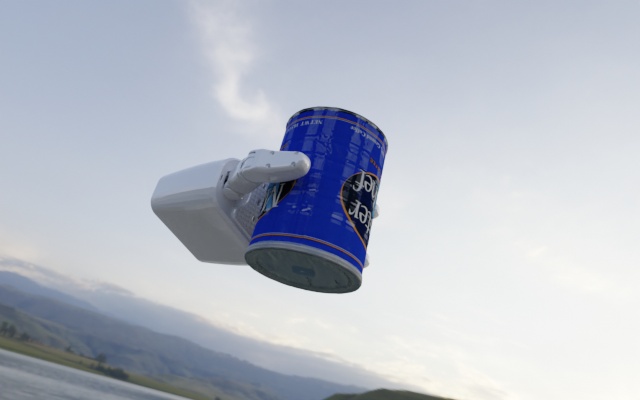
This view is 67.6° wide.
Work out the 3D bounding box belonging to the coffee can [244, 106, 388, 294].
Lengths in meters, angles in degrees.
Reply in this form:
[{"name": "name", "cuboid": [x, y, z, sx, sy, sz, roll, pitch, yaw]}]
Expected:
[{"name": "coffee can", "cuboid": [0.000, 0.002, 0.436, 0.103, 0.140, 0.103, 12, -26, 6]}]
